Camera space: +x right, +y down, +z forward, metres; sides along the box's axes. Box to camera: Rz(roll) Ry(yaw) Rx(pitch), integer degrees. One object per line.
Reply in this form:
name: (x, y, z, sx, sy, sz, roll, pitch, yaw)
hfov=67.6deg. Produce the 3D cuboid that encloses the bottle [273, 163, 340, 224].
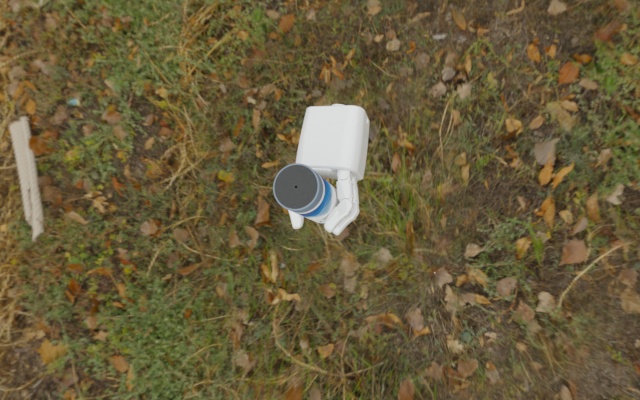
bottle: (0.000, 0.003, 0.794, 0.069, 0.069, 0.296, 0, -8, 13)
